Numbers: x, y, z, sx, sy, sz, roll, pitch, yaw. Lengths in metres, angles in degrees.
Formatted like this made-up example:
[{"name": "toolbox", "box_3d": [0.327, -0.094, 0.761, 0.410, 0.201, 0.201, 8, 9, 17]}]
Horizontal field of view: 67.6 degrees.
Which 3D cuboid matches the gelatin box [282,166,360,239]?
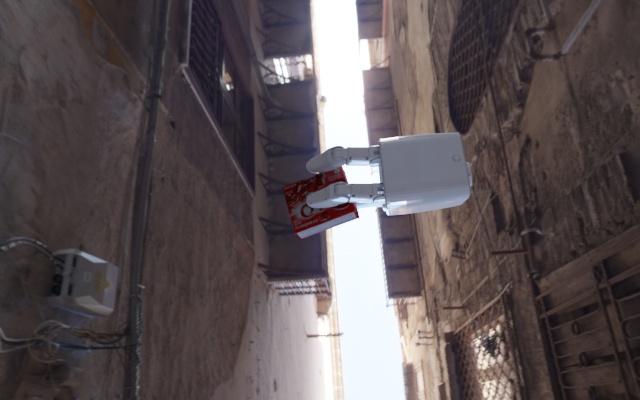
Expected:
[{"name": "gelatin box", "box_3d": [0.000, 0.002, 0.647, 0.089, 0.073, 0.030, -20, -26, 7]}]
